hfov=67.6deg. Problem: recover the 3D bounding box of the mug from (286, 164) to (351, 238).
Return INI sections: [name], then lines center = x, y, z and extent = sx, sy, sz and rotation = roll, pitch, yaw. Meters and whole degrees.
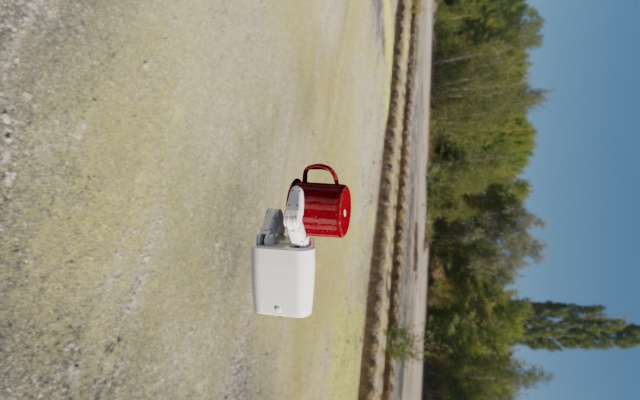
[mug]
center = 0.000, 0.001, 0.726
extent = 0.081, 0.117, 0.093
rotation = 3, 9, 15
